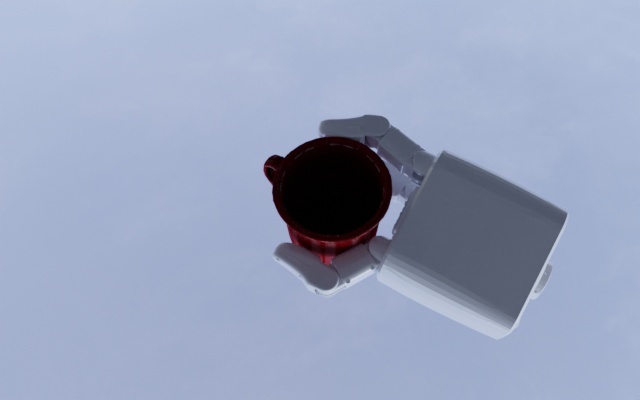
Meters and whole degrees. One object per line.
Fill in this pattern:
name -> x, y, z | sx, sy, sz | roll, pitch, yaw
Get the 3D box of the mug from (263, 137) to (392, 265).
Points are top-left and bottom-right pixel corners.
mug -> -0.001, 0.001, 0.407 | 0.117, 0.093, 0.081 | 29, -22, 15
